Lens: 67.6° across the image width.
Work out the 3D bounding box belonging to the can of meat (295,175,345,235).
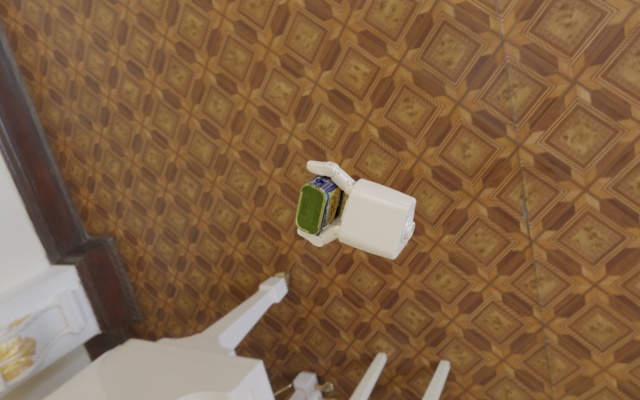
[{"bbox_3d":[0.000,0.003,0.875,0.057,0.102,0.084,23,31,19],"label":"can of meat"}]
